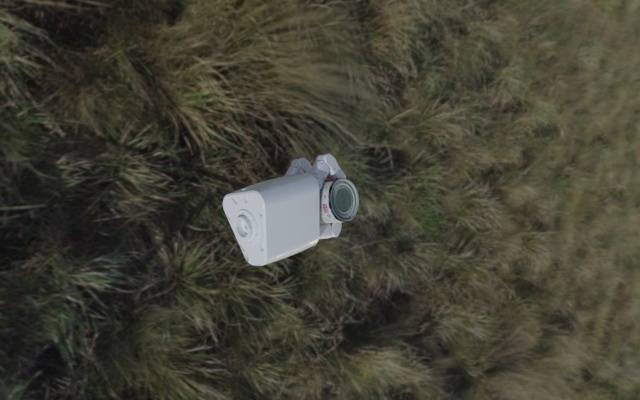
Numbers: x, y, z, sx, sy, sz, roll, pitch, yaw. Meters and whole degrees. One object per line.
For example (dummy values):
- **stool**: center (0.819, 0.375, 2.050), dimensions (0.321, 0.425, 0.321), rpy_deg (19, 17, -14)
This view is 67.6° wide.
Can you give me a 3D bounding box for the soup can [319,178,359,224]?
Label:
- **soup can**: center (0.001, 0.002, 0.739), dimensions (0.102, 0.068, 0.068), rpy_deg (-6, -4, 44)
